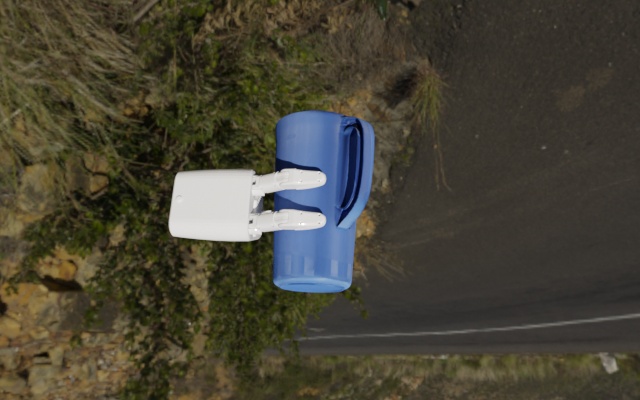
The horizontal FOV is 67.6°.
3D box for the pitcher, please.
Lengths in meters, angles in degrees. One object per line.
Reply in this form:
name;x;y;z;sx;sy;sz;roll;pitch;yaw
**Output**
pitcher;0.000;0.002;0.677;0.145;0.242;0.149;1;-17;4
